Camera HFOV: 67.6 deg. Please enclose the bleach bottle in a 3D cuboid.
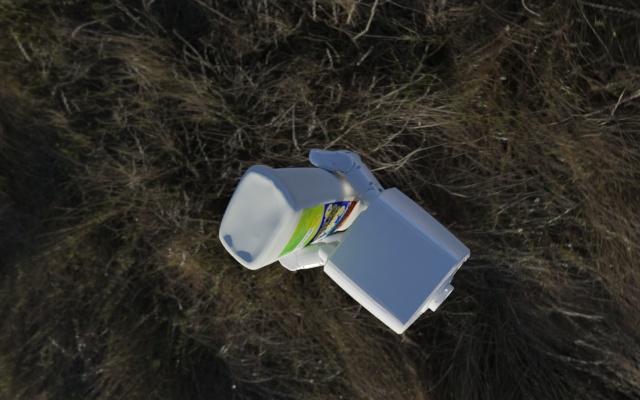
[{"bbox_3d":[0.000,0.002,0.551,0.068,0.103,0.251,41,26,20],"label":"bleach bottle"}]
